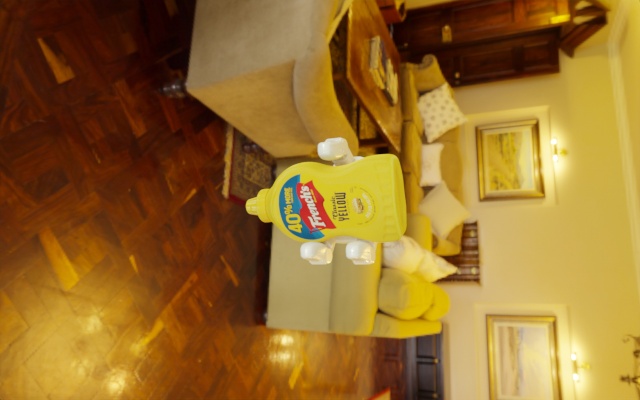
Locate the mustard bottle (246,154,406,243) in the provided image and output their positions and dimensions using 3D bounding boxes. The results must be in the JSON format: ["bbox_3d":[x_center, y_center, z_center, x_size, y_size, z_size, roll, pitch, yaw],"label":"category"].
[{"bbox_3d":[0.000,0.002,0.561,0.191,0.096,0.058,-4,16,22],"label":"mustard bottle"}]
